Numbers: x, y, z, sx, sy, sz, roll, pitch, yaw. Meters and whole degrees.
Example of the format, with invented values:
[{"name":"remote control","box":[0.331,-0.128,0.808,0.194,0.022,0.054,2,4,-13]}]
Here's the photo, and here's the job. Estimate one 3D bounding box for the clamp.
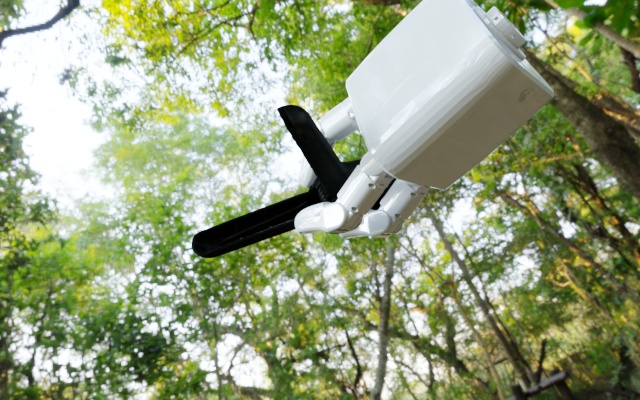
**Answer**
[{"name":"clamp","box":[0.000,0.001,0.423,0.210,0.036,0.165,9,-44,-46]}]
